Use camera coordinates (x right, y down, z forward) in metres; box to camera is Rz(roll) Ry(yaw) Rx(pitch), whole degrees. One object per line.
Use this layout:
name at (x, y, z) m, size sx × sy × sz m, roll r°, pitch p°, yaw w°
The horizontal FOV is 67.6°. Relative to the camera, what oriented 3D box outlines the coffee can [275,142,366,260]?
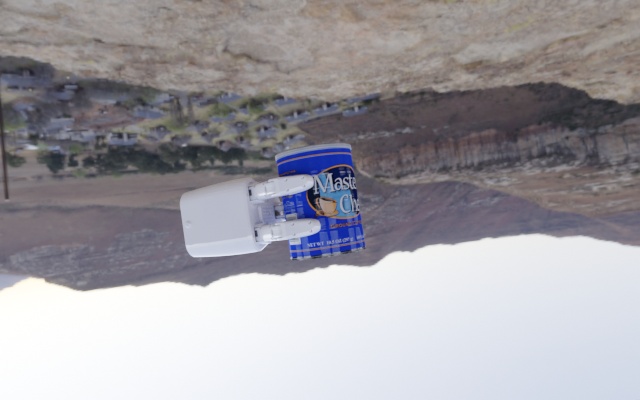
coffee can at (0.000, 0.002, 0.638) m, size 0.103 × 0.140 × 0.103 m, roll -9°, pitch -2°, yaw 0°
